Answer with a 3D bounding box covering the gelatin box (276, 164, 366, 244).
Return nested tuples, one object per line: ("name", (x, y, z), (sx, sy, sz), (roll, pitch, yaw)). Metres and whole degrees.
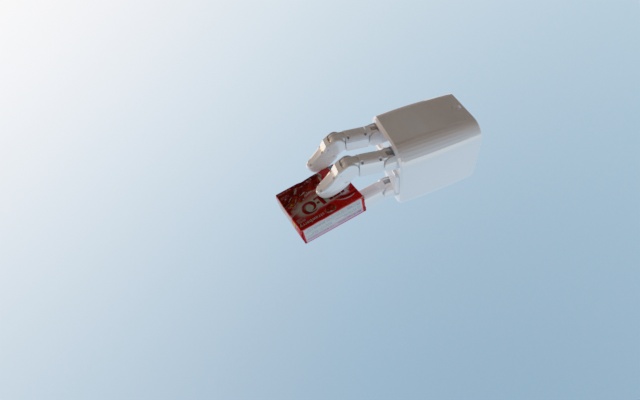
("gelatin box", (0.000, 0.002, 0.589), (0.089, 0.030, 0.073), (-29, 48, -11))
